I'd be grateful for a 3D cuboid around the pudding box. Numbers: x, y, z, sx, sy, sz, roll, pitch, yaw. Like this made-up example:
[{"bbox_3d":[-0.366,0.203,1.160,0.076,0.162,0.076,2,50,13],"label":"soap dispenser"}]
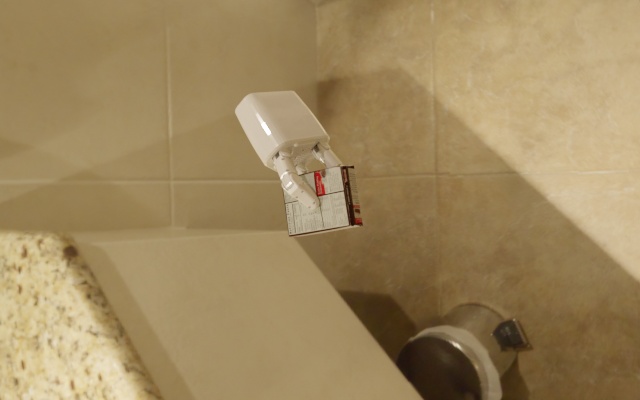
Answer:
[{"bbox_3d":[0.000,0.002,0.697,0.113,0.090,0.039,-12,-5,34],"label":"pudding box"}]
